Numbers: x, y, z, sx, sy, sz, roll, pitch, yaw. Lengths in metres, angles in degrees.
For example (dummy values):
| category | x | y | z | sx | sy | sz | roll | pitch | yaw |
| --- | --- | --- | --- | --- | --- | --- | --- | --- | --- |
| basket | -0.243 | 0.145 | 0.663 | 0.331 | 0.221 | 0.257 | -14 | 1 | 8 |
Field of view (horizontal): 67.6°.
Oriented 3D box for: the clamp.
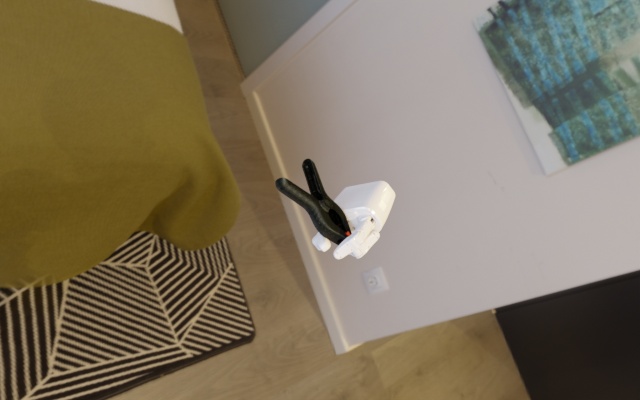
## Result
| category | x | y | z | sx | sy | sz | roll | pitch | yaw |
| --- | --- | --- | --- | --- | --- | --- | --- | --- | --- |
| clamp | 0.001 | 0.003 | 0.846 | 0.039 | 0.171 | 0.120 | -29 | 16 | 38 |
